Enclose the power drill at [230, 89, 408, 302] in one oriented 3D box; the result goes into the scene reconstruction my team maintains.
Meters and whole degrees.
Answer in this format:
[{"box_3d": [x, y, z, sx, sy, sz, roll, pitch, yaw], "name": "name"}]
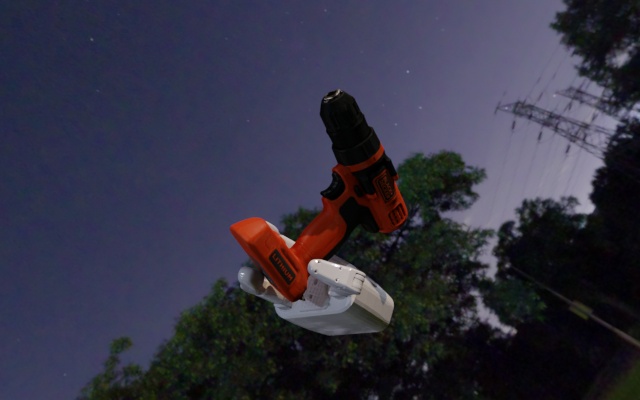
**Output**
[{"box_3d": [0.000, 0.002, 0.511, 0.187, 0.184, 0.057, -39, 30, -15], "name": "power drill"}]
